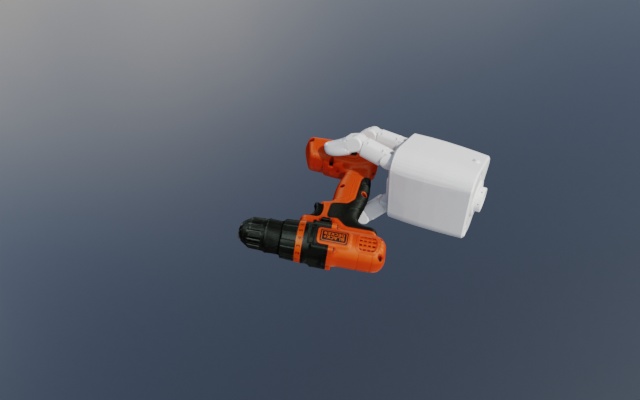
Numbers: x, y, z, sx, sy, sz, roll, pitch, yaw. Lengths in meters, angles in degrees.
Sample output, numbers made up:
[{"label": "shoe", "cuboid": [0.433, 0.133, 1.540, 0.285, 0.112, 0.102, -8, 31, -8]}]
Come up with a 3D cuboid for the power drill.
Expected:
[{"label": "power drill", "cuboid": [0.000, 0.002, 0.635, 0.184, 0.187, 0.057, 11, -36, 1]}]
